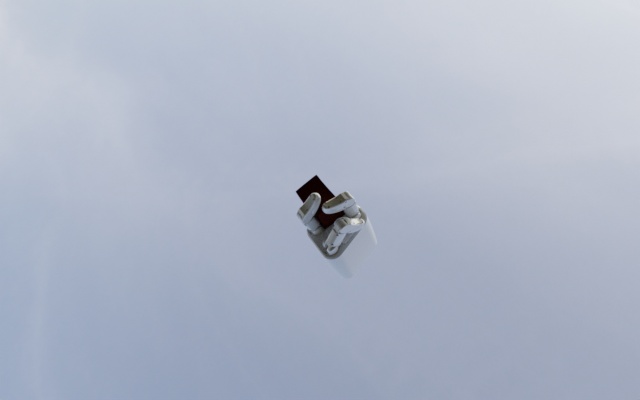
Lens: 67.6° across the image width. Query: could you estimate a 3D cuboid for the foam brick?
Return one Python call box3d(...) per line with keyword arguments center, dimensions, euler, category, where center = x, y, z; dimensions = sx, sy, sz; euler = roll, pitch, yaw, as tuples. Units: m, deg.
box3d(center=(0.000, 0.003, 0.886), dimensions=(0.053, 0.078, 0.051), euler=(-37, -36, -3), category="foam brick")
